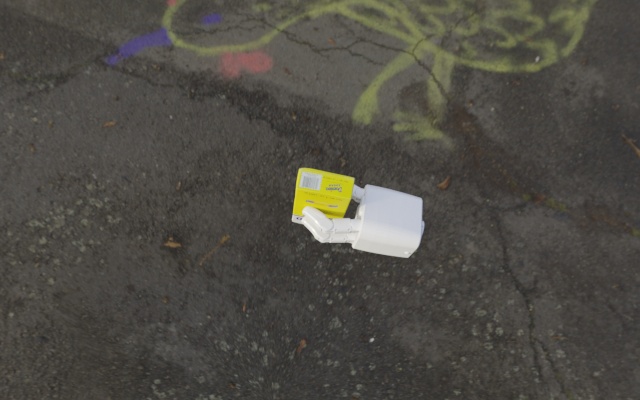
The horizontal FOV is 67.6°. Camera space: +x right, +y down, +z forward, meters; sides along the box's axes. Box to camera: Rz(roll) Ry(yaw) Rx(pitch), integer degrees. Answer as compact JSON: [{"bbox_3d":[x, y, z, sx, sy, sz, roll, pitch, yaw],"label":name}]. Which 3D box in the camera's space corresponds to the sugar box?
[{"bbox_3d":[0.000,0.003,0.848,0.093,0.048,0.176,12,-23,0],"label":"sugar box"}]
